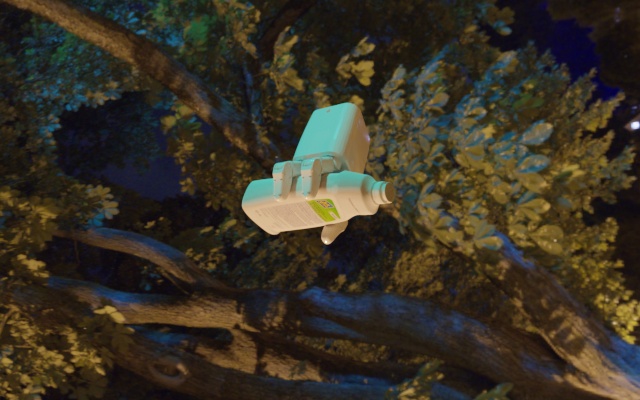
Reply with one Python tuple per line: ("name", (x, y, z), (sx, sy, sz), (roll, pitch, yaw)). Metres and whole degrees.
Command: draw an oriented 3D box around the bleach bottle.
("bleach bottle", (0.000, 0.002, 0.732), (0.251, 0.068, 0.103), (-5, -35, 37))
